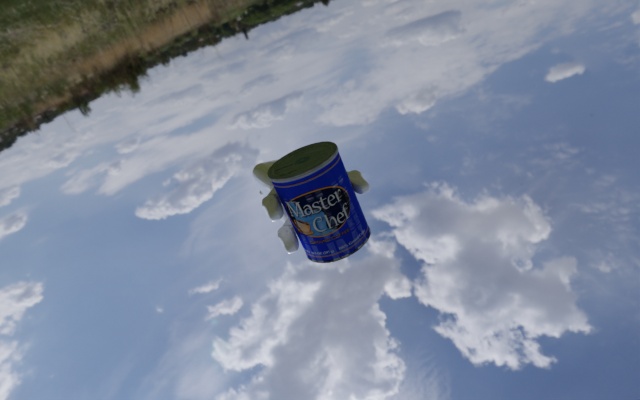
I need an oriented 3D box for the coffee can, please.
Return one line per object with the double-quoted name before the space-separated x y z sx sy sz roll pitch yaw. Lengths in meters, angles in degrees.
"coffee can" 0.000 0.002 0.675 0.103 0.140 0.102 -20 24 9
